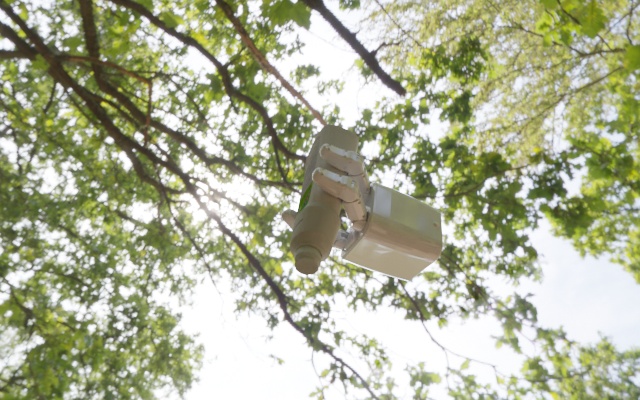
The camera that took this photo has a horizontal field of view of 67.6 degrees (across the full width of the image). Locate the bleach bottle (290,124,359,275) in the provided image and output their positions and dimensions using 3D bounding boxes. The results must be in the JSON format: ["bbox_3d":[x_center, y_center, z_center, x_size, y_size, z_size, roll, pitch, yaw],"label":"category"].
[{"bbox_3d":[0.000,0.002,0.643,0.068,0.103,0.250,20,41,-6],"label":"bleach bottle"}]
